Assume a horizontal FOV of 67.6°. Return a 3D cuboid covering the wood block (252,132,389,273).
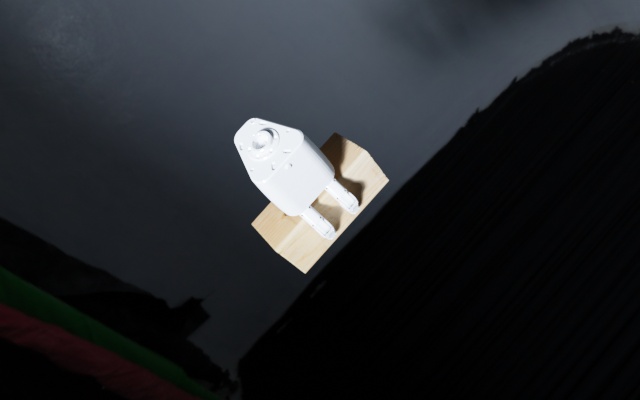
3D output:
[{"bbox_3d":[0.000,0.002,0.785,0.090,0.206,0.090,40,-3,46],"label":"wood block"}]
